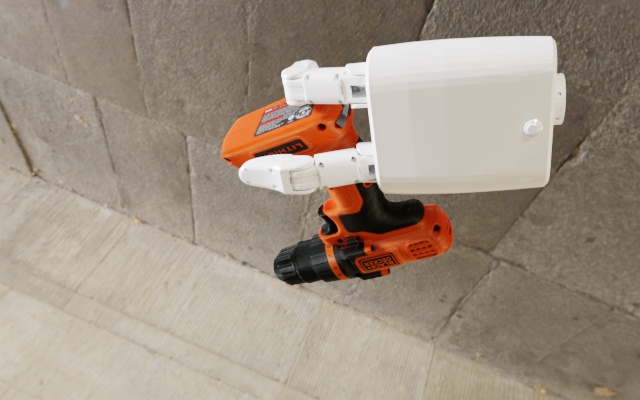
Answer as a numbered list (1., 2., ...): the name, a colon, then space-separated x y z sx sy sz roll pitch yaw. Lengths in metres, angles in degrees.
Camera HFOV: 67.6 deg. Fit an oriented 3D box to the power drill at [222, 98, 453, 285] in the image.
1. power drill: 0.000 0.001 0.417 0.184 0.057 0.188 -19 -50 25
